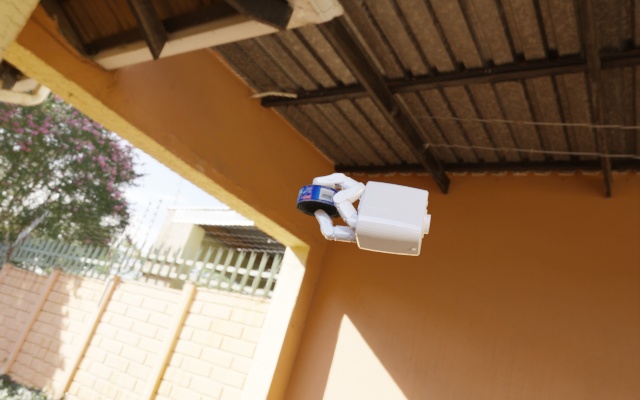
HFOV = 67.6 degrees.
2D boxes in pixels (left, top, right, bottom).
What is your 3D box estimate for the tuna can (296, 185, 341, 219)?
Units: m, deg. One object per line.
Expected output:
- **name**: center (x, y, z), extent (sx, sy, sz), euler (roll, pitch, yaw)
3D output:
- **tuna can**: center (0.000, 0.002, 0.879), extent (0.086, 0.033, 0.086), euler (9, -21, 4)
